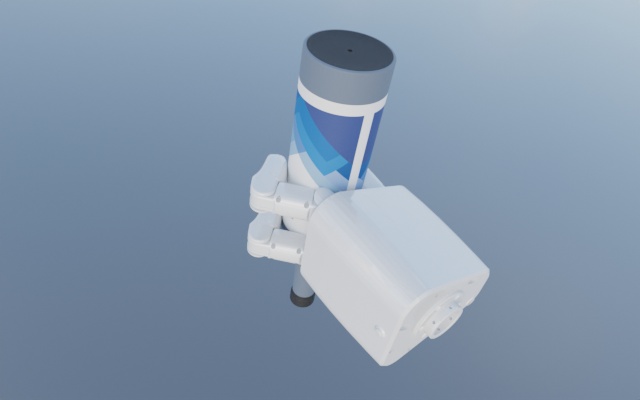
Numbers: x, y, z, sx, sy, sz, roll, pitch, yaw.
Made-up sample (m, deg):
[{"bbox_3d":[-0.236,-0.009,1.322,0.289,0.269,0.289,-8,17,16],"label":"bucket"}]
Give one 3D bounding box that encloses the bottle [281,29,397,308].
[{"bbox_3d":[0.000,0.001,0.432,0.069,0.296,0.069,6,43,-5],"label":"bottle"}]
